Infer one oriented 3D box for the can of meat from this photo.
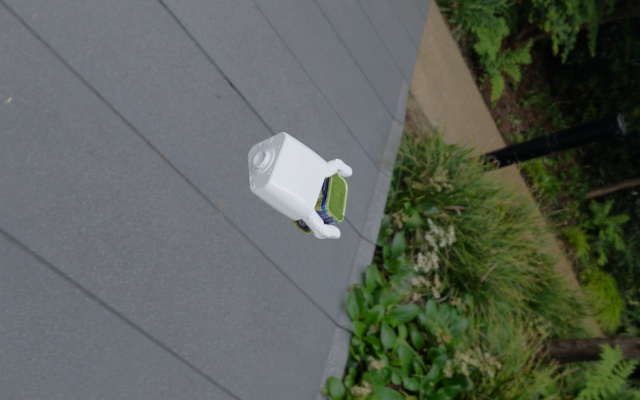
[{"bbox_3d":[0.000,0.003,0.892,0.084,0.102,0.057,-19,-42,36],"label":"can of meat"}]
